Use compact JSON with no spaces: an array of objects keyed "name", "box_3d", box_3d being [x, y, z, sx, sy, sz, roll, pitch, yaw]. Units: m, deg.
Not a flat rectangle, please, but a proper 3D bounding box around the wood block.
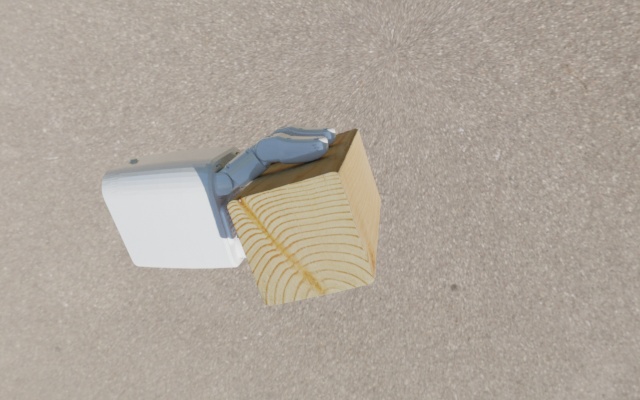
[{"name":"wood block","box_3d":[0.000,0.002,0.445,0.090,0.091,0.206,-15,14,13]}]
